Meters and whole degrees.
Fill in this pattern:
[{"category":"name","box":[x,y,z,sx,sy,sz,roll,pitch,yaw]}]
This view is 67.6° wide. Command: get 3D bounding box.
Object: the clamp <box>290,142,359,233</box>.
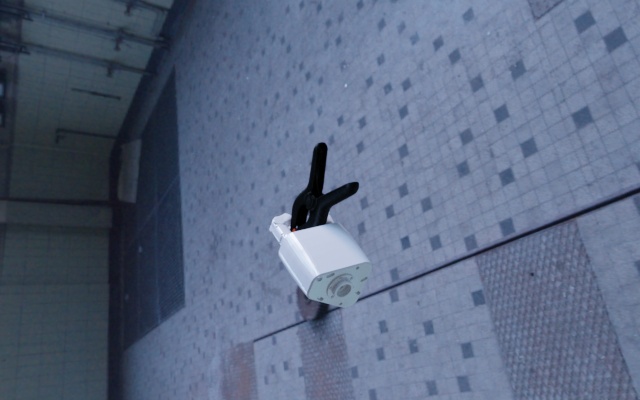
[{"category":"clamp","box":[0.000,0.003,0.792,0.039,0.171,0.120,4,29,-34]}]
